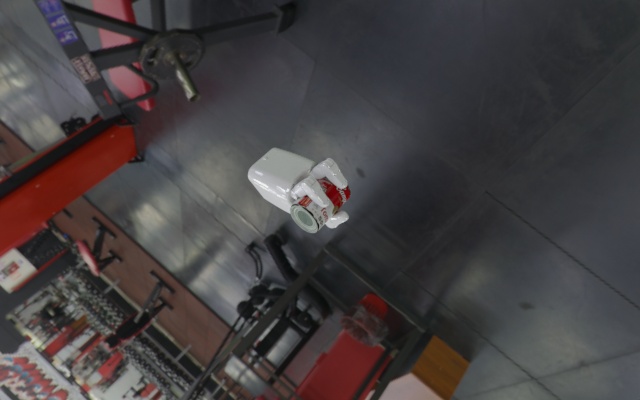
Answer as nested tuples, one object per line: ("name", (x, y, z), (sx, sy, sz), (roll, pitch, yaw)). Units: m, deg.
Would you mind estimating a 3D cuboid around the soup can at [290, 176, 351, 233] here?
("soup can", (0.000, 0.003, 0.881), (0.068, 0.068, 0.102), (0, 38, 50))
